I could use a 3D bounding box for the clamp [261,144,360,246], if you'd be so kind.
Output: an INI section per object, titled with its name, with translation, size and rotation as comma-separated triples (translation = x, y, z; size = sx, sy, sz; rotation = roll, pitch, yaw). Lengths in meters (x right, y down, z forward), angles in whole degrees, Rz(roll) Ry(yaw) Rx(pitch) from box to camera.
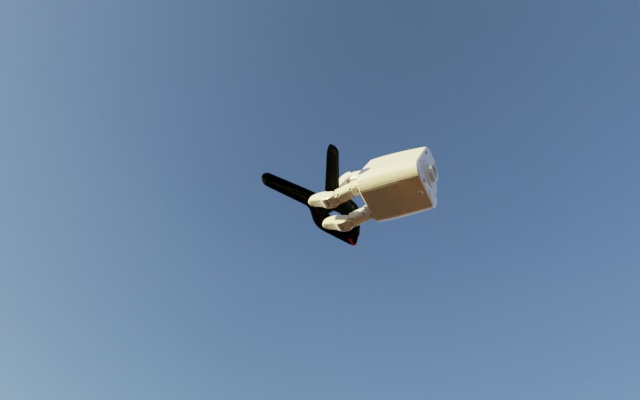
[clamp]
translation = 0.001, 0.003, 0.867
size = 0.164, 0.210, 0.036
rotation = -13, 34, 31
